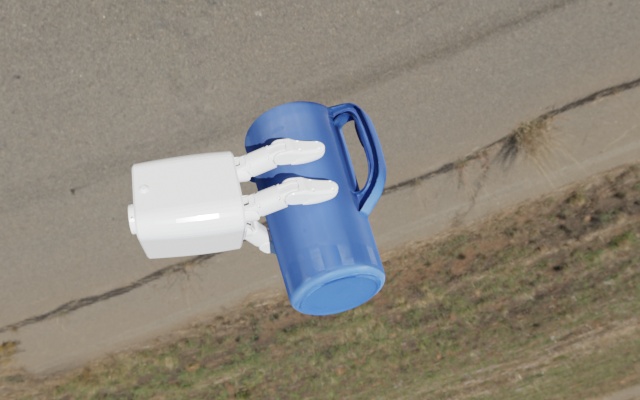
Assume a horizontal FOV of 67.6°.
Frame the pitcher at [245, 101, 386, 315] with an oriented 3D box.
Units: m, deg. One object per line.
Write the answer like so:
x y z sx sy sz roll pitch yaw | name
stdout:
0.000 0.002 0.574 0.145 0.242 0.149 -6 -35 -17 | pitcher
